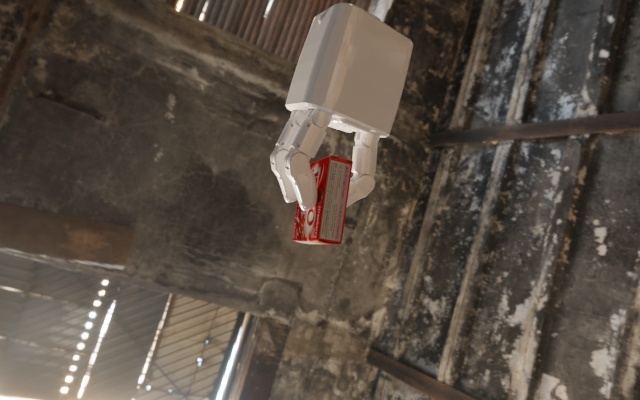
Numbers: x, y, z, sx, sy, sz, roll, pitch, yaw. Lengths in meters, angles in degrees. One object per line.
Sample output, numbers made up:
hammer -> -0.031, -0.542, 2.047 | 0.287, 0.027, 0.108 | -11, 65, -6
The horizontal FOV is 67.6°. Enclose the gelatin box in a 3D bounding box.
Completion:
gelatin box -> 0.000, 0.002, 0.509 | 0.030, 0.089, 0.073 | 11, -8, -23
